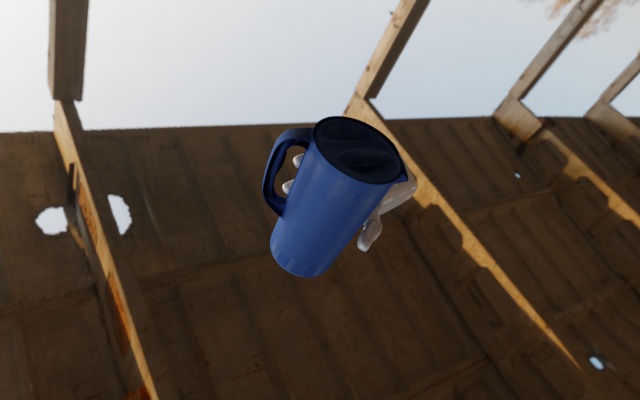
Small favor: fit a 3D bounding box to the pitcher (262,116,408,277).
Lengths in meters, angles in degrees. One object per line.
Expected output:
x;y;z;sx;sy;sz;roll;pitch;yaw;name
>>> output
0.000;0.002;0.706;0.145;0.149;0.243;-23;-27;-43;pitcher
